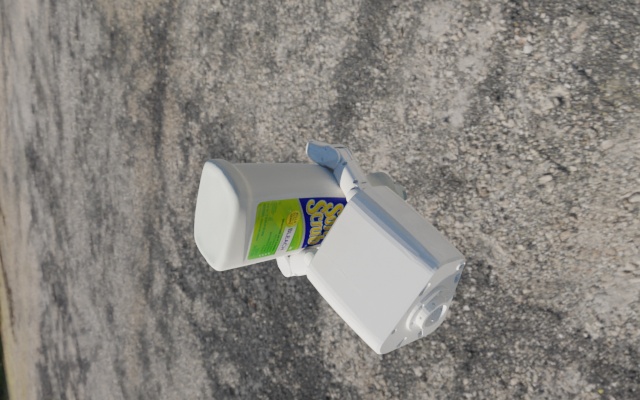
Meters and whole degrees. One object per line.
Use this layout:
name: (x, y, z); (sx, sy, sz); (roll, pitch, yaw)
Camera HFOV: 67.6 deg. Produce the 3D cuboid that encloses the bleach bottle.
bleach bottle: (0.000, 0.002, 0.500); (0.251, 0.103, 0.068); (-8, 38, -38)
